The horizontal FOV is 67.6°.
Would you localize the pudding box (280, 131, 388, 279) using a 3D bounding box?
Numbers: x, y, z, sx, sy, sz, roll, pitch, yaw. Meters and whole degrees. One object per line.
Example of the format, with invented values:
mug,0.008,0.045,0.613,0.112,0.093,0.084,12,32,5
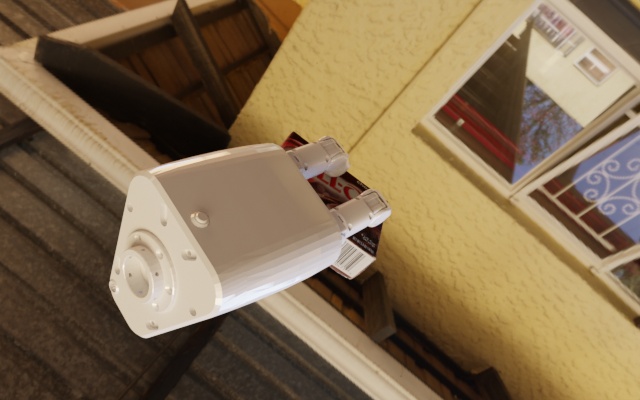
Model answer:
pudding box,0.000,0.001,0.407,0.113,0.039,0.090,38,33,-9
